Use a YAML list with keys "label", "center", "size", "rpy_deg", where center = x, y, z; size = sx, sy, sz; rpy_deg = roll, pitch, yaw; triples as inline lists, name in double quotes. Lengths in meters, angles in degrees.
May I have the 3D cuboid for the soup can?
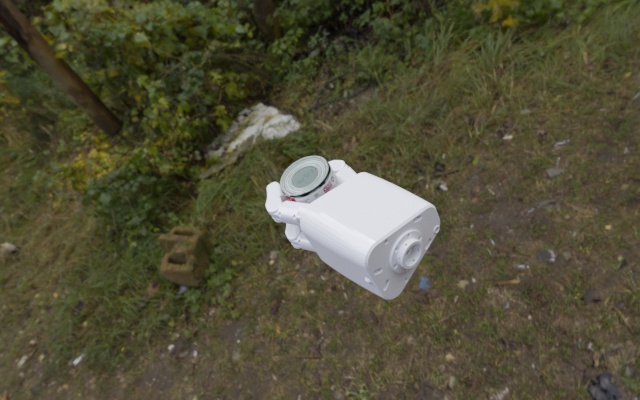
- label: "soup can"
  center: [0.000, 0.002, 0.604]
  size: [0.068, 0.068, 0.102]
  rpy_deg: [0, -40, 31]
